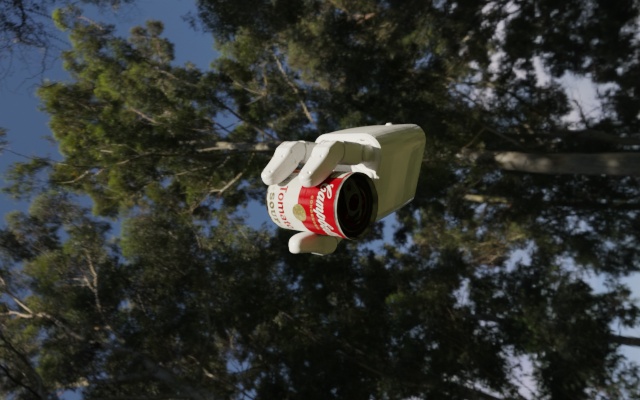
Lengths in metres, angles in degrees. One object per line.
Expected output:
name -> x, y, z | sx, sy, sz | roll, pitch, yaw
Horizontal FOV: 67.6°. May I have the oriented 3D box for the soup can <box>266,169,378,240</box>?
soup can -> 0.000, 0.002, 0.504 | 0.102, 0.068, 0.068 | 6, 4, 42
